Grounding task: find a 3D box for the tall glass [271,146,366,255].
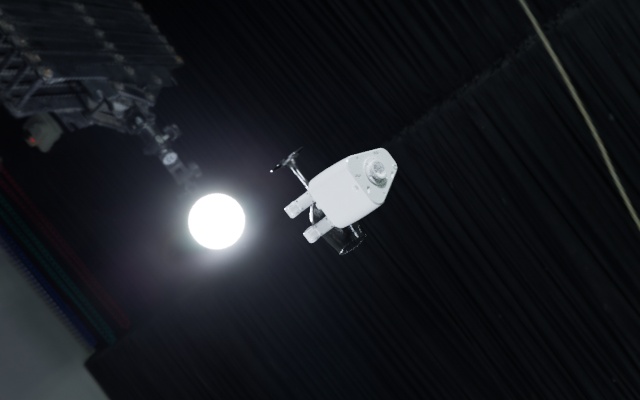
[{"bbox_3d":[0.000,0.002,0.870,0.079,0.201,0.079,-37,4,3],"label":"tall glass"}]
